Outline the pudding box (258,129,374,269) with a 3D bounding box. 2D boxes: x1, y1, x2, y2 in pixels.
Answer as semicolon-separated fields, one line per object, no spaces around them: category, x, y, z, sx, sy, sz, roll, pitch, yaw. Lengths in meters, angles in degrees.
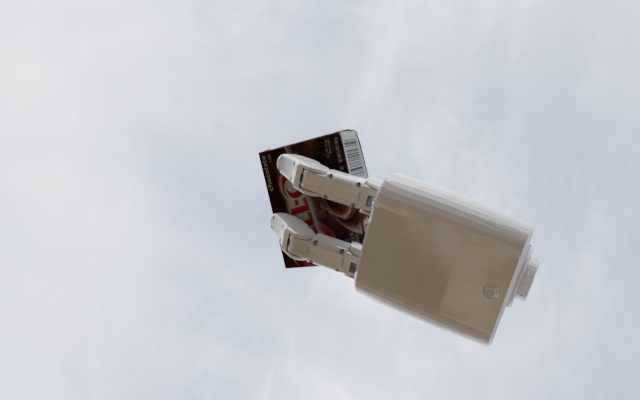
pudding box;0.000;0.001;0.423;0.090;0.113;0.039;-10;3;34
